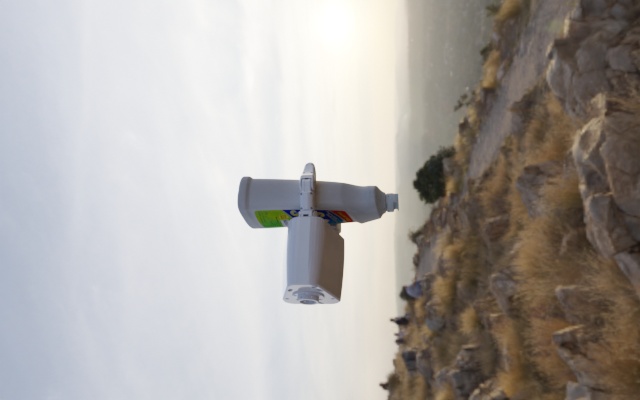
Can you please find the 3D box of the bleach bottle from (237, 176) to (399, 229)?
[{"bbox_3d":[0.000,0.003,0.778,0.251,0.068,0.103,-2,-28,9],"label":"bleach bottle"}]
